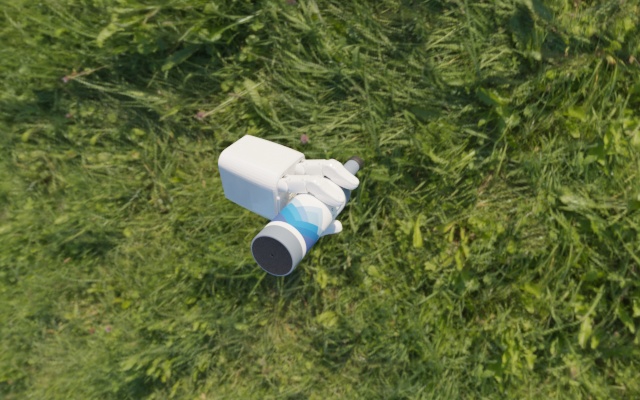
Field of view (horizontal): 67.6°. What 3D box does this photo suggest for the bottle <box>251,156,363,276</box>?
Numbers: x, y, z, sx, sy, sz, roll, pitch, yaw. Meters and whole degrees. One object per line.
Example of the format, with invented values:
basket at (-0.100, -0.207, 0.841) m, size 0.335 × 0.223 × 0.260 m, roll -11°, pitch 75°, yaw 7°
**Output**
bottle at (0.000, 0.003, 0.738) m, size 0.069 × 0.069 × 0.295 m, roll 0°, pitch 29°, yaw 30°
